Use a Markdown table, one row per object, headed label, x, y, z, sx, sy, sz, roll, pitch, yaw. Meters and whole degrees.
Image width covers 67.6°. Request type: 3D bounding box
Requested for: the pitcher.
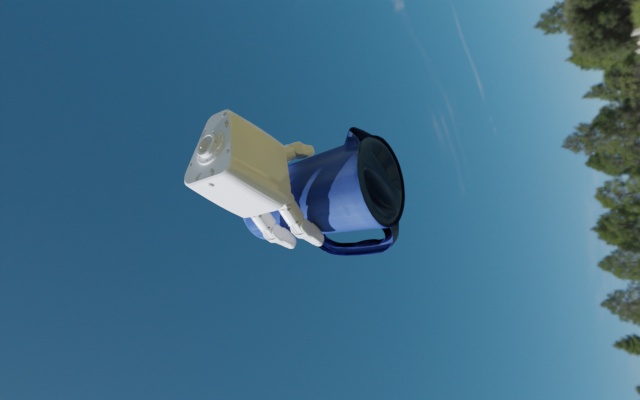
| label | x | y | z | sx | sy | sz | roll | pitch | yaw |
| --- | --- | --- | --- | --- | --- | --- | --- | --- | --- |
| pitcher | 0.000 | 0.002 | 0.733 | 0.243 | 0.149 | 0.145 | -13 | -29 | 35 |
